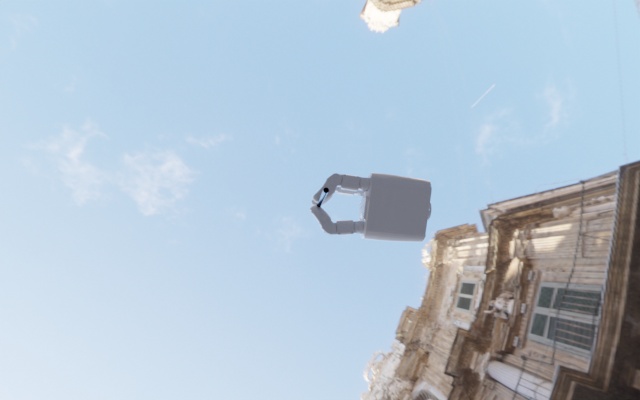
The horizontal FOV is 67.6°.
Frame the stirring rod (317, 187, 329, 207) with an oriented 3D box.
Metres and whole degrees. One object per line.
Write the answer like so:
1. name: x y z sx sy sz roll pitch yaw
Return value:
1. stirring rod: 0.000 0.003 0.774 0.011 0.011 0.239 0 -8 -4
